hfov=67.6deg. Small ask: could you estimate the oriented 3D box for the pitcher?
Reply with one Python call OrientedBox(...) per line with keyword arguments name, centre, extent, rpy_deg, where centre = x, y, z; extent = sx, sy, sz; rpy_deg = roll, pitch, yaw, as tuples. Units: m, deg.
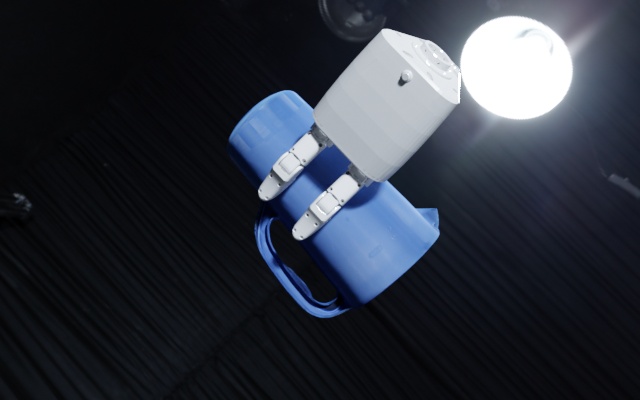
OrientedBox(name="pitcher", centre=(0.000, 0.002, 0.545), extent=(0.145, 0.243, 0.149), rpy_deg=(-47, -7, 37))
